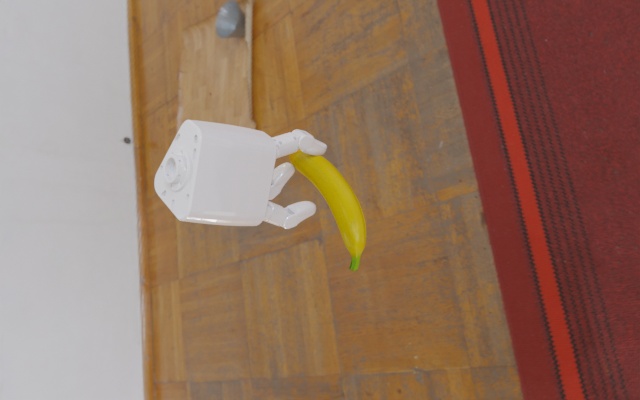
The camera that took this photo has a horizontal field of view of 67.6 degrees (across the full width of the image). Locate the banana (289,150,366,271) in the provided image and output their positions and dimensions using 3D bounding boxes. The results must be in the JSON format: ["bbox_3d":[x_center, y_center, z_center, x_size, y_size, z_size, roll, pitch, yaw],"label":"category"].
[{"bbox_3d":[0.012,-0.006,0.633,0.037,0.197,0.070,0,-36,-45],"label":"banana"}]
